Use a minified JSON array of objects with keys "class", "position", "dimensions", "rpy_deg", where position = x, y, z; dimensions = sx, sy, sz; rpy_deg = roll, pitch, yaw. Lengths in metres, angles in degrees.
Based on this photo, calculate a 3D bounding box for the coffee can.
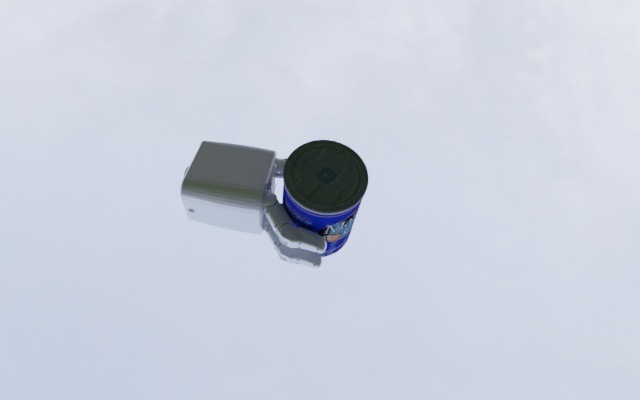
[{"class":"coffee can","position":[0.000,0.002,0.628],"dimensions":[0.103,0.102,0.140],"rpy_deg":[0,-28,-6]}]
